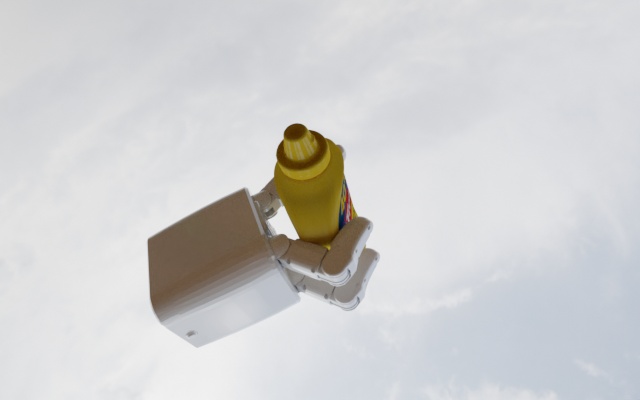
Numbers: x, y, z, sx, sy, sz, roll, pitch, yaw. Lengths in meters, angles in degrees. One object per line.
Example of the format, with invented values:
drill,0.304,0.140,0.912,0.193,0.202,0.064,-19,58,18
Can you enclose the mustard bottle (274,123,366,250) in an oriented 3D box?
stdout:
mustard bottle,0.000,0.001,0.422,0.058,0.096,0.192,-6,-33,10
